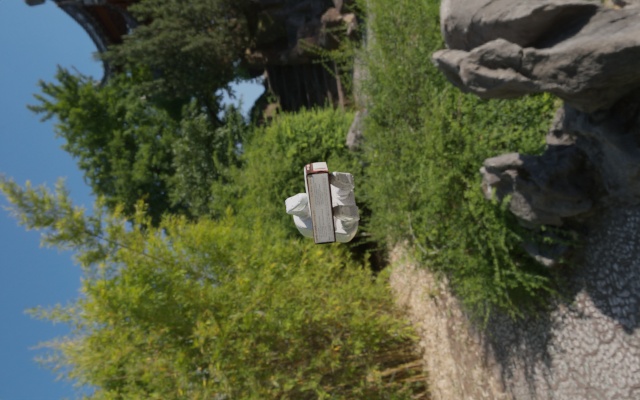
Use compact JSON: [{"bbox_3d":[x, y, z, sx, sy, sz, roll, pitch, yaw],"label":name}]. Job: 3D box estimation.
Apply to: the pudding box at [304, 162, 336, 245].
[{"bbox_3d":[0.000,0.002,0.744,0.039,0.113,0.090,-9,13,-1],"label":"pudding box"}]
